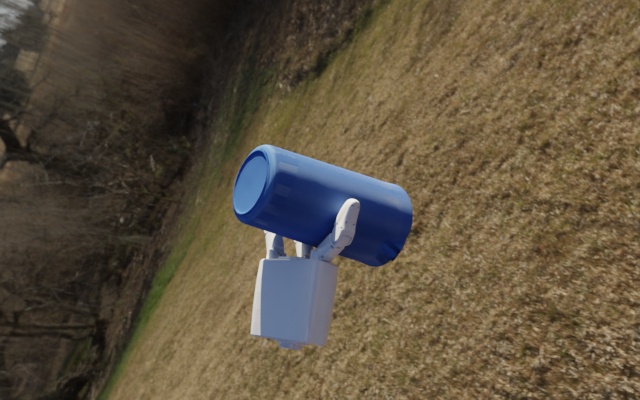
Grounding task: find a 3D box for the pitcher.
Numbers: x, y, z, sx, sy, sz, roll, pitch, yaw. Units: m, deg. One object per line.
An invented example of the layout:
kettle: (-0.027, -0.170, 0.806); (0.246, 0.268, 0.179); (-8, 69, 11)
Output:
pitcher: (0.000, 0.002, 0.689); (0.243, 0.145, 0.149); (19, -18, -34)
